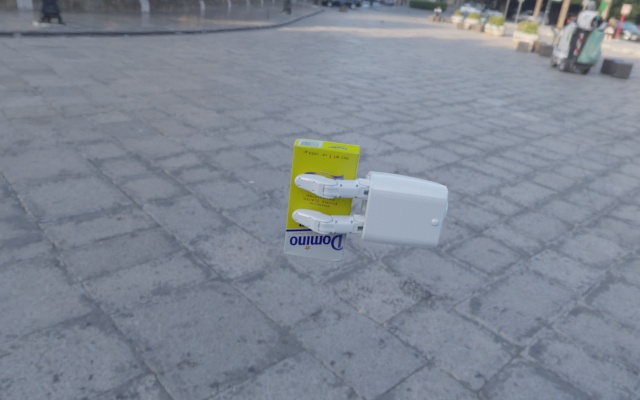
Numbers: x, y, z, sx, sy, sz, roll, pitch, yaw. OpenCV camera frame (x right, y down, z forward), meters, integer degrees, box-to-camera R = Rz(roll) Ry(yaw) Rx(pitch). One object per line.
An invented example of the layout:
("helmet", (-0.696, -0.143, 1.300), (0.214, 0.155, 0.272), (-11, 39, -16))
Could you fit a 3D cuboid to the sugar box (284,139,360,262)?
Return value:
("sugar box", (0.000, 0.002, 0.699), (0.093, 0.176, 0.048), (8, 23, 3))
